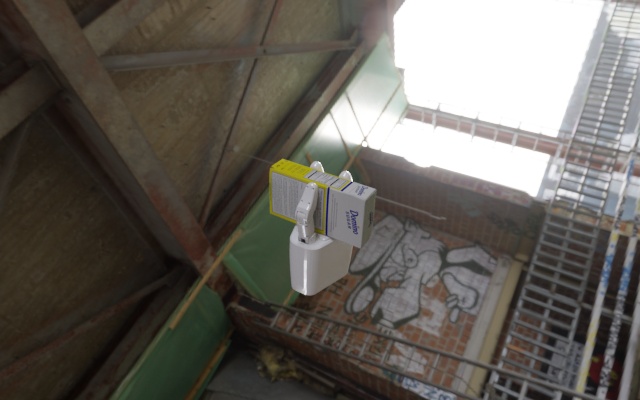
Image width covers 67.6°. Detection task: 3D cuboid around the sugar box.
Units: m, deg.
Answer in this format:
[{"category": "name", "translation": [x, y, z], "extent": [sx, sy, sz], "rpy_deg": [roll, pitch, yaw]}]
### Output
[{"category": "sugar box", "translation": [0.000, 0.002, 0.764], "extent": [0.176, 0.093, 0.048], "rpy_deg": [19, 36, 23]}]
